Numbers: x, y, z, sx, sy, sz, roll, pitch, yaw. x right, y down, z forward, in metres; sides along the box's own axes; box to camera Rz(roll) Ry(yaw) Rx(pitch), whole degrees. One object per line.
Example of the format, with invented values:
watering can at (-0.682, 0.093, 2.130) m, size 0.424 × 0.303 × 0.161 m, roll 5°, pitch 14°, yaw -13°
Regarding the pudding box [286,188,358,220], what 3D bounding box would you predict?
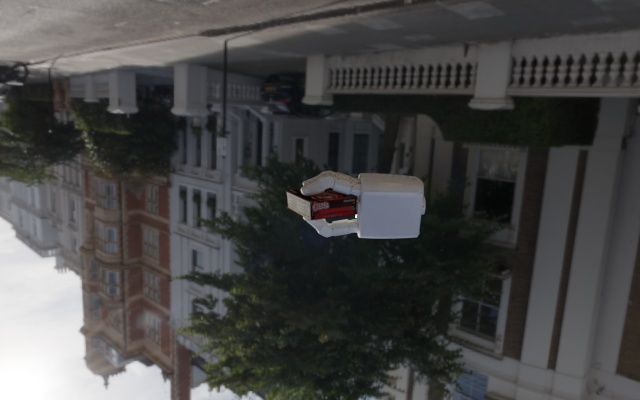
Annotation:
pudding box at (0.000, 0.003, 0.845) m, size 0.090 × 0.039 × 0.113 m, roll -5°, pitch 11°, yaw -26°
